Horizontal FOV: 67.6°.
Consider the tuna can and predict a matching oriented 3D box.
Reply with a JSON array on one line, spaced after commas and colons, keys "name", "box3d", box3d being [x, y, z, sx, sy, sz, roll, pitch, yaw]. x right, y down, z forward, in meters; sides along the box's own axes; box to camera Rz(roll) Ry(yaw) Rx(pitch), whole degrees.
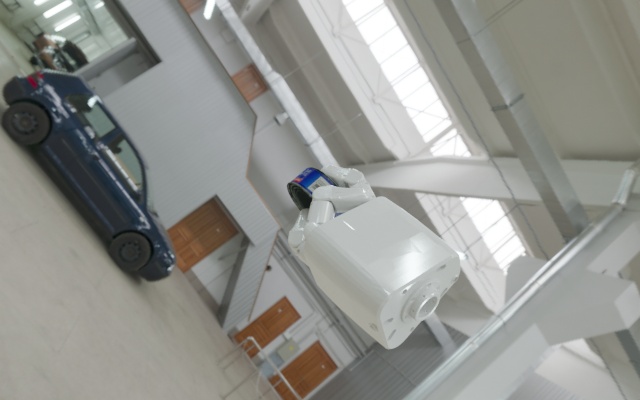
[{"name": "tuna can", "box3d": [0.000, 0.001, 0.578, 0.033, 0.086, 0.086, -41, 13, -16]}]
